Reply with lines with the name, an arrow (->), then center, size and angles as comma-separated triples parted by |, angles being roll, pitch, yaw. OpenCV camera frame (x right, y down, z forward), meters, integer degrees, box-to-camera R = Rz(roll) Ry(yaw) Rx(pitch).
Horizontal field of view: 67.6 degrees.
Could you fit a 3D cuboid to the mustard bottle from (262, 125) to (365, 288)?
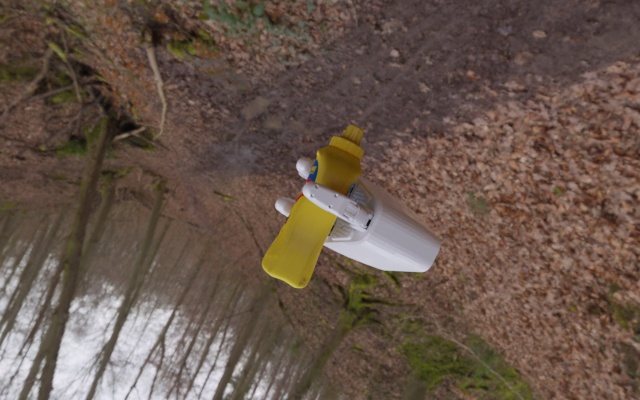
mustard bottle -> 0.000, 0.002, 0.549 | 0.058, 0.191, 0.096 | 27, -2, -2
